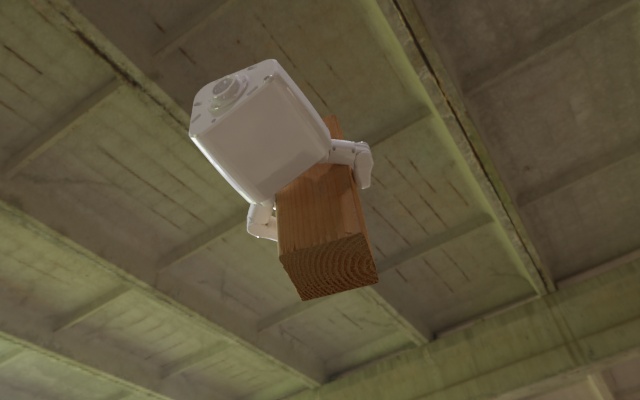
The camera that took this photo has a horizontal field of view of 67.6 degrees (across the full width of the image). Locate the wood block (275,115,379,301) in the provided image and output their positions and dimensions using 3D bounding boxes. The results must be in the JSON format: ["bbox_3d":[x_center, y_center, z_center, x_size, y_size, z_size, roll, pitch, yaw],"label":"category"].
[{"bbox_3d":[0.000,0.001,0.568,0.091,0.206,0.090,-15,-46,7],"label":"wood block"}]
